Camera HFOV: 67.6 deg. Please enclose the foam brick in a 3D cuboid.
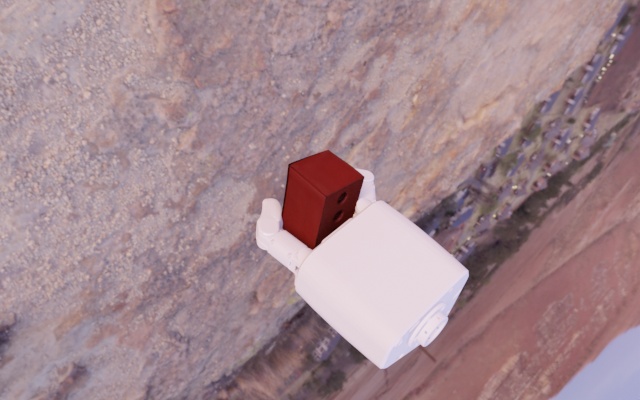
[{"bbox_3d":[0.000,0.001,0.453,0.053,0.078,0.051,-26,52,-37],"label":"foam brick"}]
